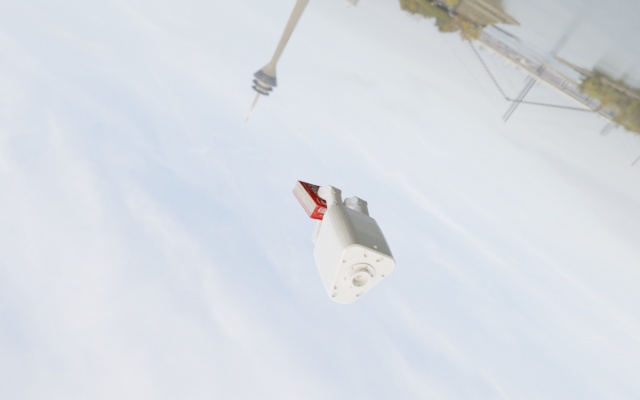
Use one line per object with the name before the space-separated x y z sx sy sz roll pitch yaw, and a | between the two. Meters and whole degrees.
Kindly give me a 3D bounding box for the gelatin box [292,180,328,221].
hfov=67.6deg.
gelatin box | 0.000 0.003 0.854 0.073 0.030 0.089 13 25 -36
